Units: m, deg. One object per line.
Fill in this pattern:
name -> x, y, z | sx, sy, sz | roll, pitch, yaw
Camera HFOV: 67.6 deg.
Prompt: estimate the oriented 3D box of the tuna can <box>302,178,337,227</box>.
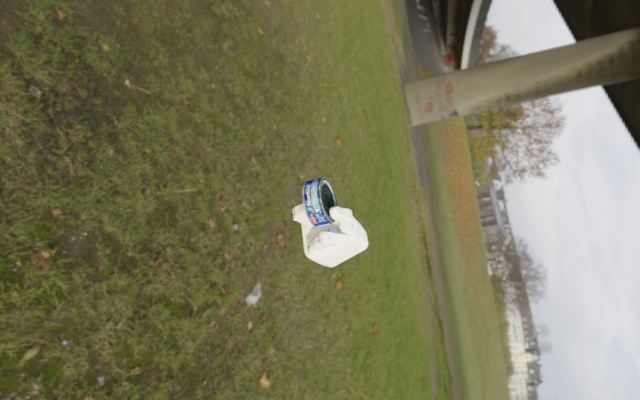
tuna can -> 0.001, 0.003, 0.853 | 0.034, 0.086, 0.086 | -12, -4, 20
